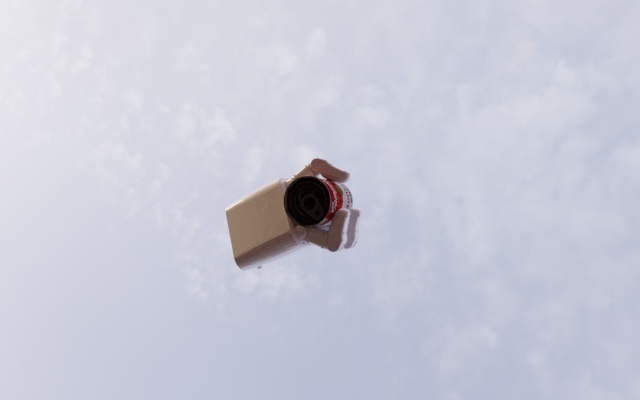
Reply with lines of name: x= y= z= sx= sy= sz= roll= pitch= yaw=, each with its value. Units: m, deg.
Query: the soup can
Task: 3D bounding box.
soup can: x=0.001 y=0.002 z=0.675 sx=0.068 sy=0.068 sz=0.102 roll=0 pitch=-1 yaw=22
